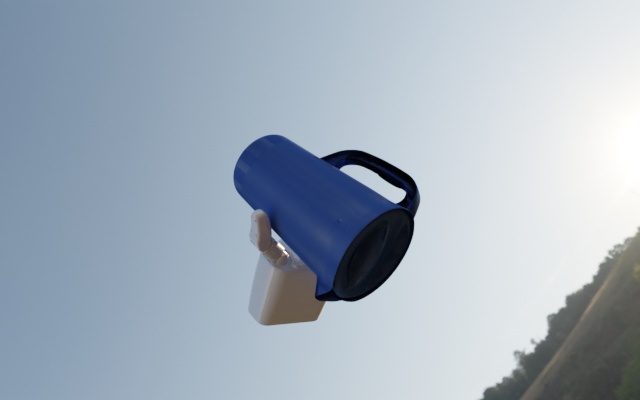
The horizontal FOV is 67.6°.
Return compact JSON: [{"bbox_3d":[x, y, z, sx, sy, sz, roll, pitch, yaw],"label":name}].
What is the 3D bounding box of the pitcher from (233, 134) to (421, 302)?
[{"bbox_3d":[0.000,0.002,0.626,0.149,0.145,0.242,-12,39,-42],"label":"pitcher"}]
